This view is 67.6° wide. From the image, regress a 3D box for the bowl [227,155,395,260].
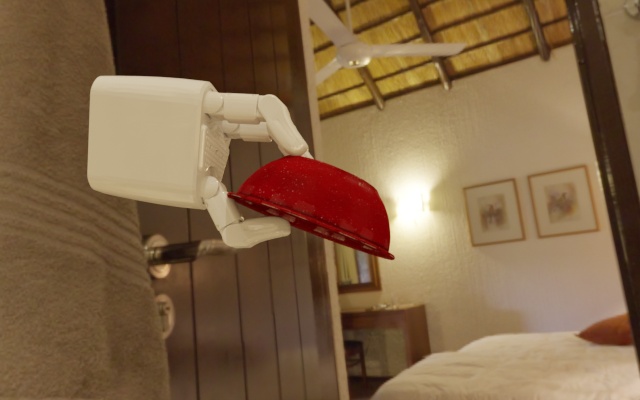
[{"bbox_3d":[0.001,0.002,0.437,0.162,0.055,0.162,21,-7,3],"label":"bowl"}]
